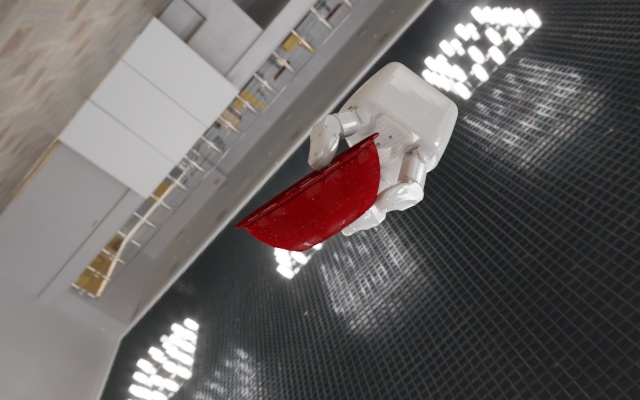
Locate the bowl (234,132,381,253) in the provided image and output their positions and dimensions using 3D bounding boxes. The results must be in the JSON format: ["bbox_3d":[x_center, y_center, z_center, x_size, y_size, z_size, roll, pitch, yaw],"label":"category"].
[{"bbox_3d":[-0.001,0.003,0.455,0.162,0.055,0.162,-33,5,3],"label":"bowl"}]
